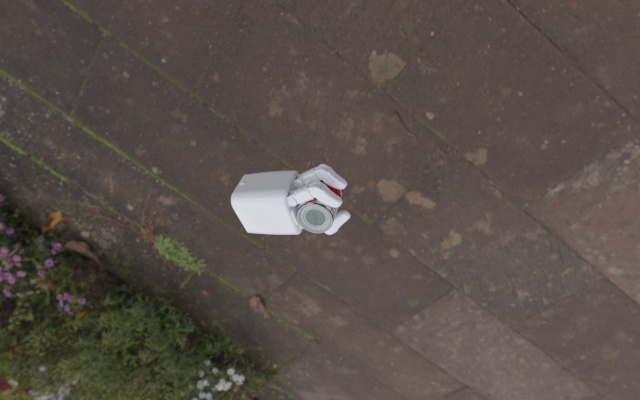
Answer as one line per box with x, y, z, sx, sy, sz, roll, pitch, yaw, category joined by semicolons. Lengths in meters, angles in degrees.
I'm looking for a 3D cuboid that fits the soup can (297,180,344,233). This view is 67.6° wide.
0.001;0.003;0.868;0.068;0.068;0.102;0;35;15;soup can
